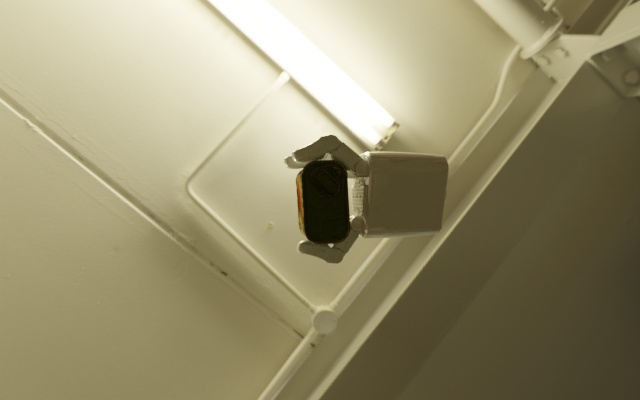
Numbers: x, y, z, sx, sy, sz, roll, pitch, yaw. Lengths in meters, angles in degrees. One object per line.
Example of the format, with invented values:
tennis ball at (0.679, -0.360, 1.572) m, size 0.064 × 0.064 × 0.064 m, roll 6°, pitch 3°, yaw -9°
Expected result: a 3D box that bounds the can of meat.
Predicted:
can of meat at (0.000, 0.002, 0.617) m, size 0.057 × 0.102 × 0.084 m, roll -3°, pitch 1°, yaw -9°
